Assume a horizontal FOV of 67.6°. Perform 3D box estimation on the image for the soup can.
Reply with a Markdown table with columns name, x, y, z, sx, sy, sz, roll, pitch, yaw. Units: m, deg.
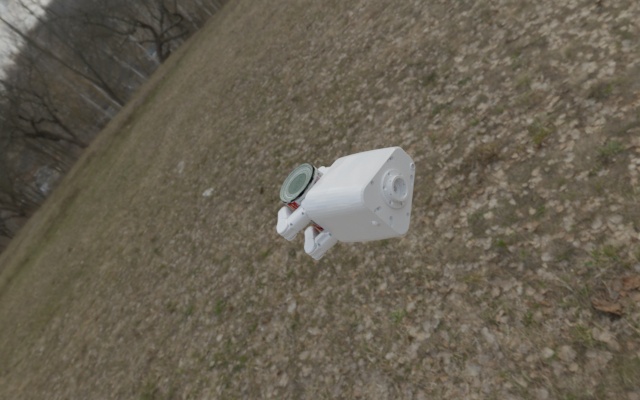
| name | x | y | z | sx | sy | sz | roll | pitch | yaw |
| --- | --- | --- | --- | --- | --- | --- | --- | --- | --- |
| soup can | 0.000 | 0.002 | 0.688 | 0.102 | 0.068 | 0.068 | 38 | -21 | -30 |
